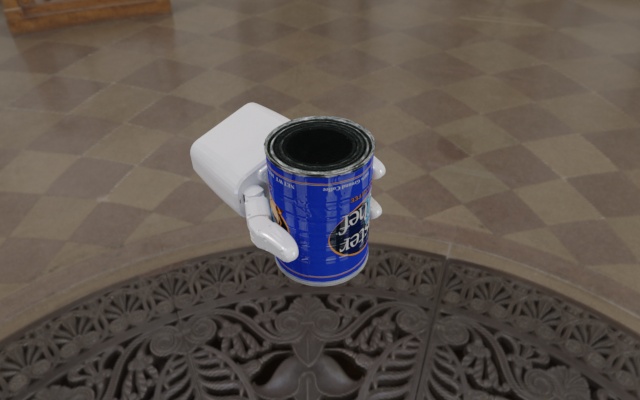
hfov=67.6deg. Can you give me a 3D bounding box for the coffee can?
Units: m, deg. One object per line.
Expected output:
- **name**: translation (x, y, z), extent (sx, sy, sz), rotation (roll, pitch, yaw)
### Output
- **coffee can**: translation (0.000, 0.002, 0.480), extent (0.103, 0.140, 0.102), rotation (-1, 39, 0)
